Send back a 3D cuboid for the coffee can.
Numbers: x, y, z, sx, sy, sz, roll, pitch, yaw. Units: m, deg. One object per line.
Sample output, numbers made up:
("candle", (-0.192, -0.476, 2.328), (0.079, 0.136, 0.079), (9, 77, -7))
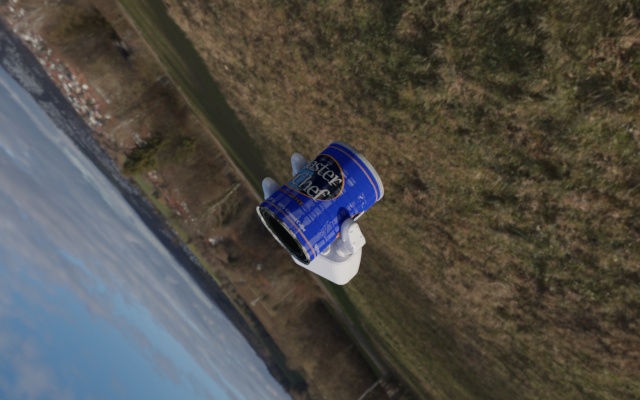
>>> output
("coffee can", (0.000, 0.002, 0.640), (0.140, 0.103, 0.103), (-42, 14, -17))
